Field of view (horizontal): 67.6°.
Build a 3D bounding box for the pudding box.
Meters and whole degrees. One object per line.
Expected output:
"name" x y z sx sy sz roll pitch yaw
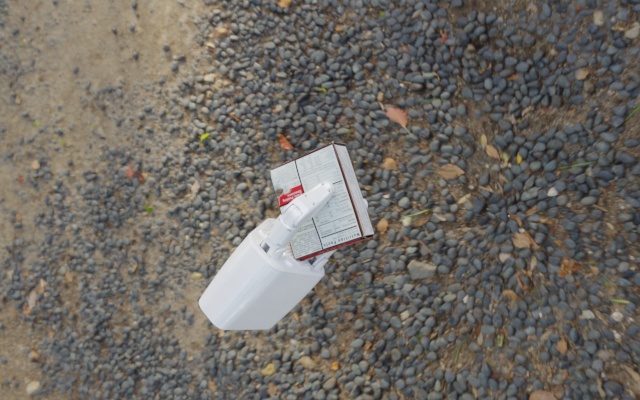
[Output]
"pudding box" 0.000 0.002 0.536 0.090 0.113 0.039 -20 -7 23
